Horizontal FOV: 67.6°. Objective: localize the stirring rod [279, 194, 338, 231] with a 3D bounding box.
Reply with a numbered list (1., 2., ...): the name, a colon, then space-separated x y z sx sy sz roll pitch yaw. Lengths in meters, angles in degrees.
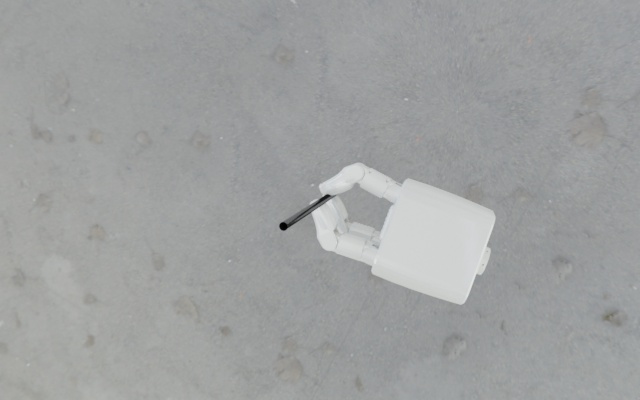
1. stirring rod: 0.000 0.002 0.533 0.011 0.011 0.239 0 10 16
